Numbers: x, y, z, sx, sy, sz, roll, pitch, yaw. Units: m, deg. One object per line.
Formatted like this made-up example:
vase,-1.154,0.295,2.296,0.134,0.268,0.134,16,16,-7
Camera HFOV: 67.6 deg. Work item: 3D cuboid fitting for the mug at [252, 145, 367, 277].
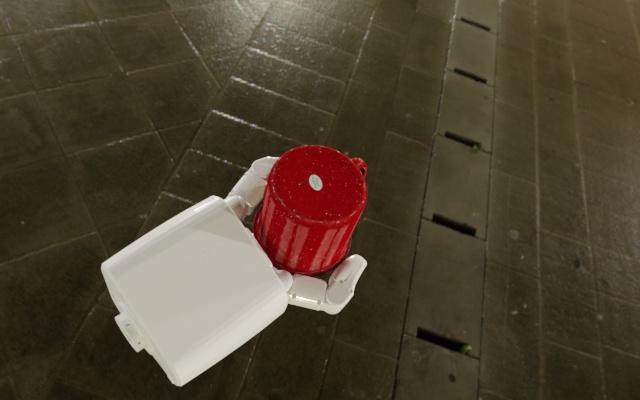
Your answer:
mug,0.001,0.001,0.417,0.117,0.093,0.081,-35,-20,-30
